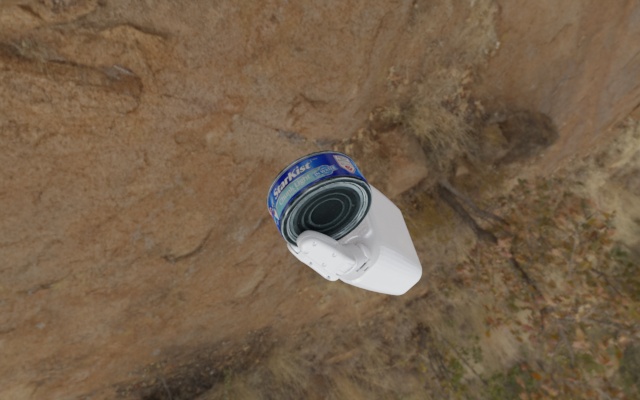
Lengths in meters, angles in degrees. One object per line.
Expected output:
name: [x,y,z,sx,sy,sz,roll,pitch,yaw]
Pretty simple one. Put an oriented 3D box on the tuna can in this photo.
tuna can: [0.000,0.002,0.404,0.086,0.086,0.033,0,43,-33]
